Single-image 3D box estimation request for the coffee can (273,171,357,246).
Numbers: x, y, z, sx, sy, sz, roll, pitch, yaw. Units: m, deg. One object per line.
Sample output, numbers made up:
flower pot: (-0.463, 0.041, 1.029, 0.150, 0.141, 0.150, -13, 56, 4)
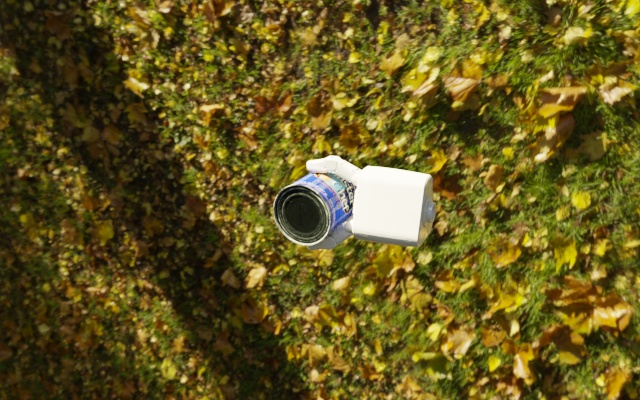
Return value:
coffee can: (0.000, 0.003, 0.805, 0.103, 0.103, 0.140, 0, 18, 27)
